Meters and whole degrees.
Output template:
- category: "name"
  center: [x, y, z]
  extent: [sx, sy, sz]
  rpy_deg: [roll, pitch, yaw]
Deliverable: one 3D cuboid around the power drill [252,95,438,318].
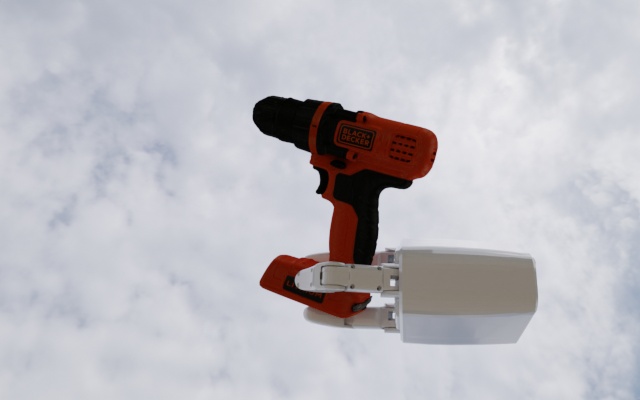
- category: "power drill"
  center: [0.000, 0.002, 0.453]
  extent: [0.184, 0.188, 0.057]
  rpy_deg: [17, 9, 23]
